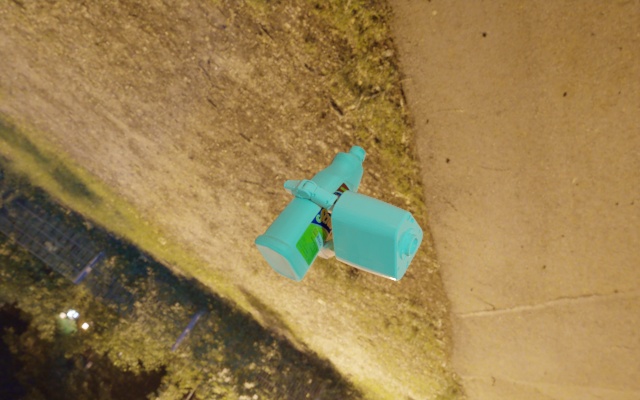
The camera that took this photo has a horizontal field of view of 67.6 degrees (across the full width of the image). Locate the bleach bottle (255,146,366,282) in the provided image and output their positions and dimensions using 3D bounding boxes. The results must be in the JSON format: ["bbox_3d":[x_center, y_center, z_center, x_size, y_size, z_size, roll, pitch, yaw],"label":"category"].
[{"bbox_3d":[0.000,0.003,0.774,0.068,0.250,0.103,18,-29,31],"label":"bleach bottle"}]
